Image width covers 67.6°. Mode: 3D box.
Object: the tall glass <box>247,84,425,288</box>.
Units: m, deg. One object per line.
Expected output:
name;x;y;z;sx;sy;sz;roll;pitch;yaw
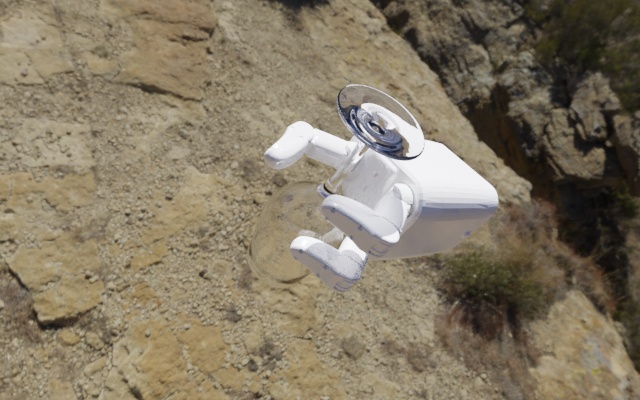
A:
tall glass;0.000;0.001;0.410;0.079;0.079;0.201;0;-36;-34
